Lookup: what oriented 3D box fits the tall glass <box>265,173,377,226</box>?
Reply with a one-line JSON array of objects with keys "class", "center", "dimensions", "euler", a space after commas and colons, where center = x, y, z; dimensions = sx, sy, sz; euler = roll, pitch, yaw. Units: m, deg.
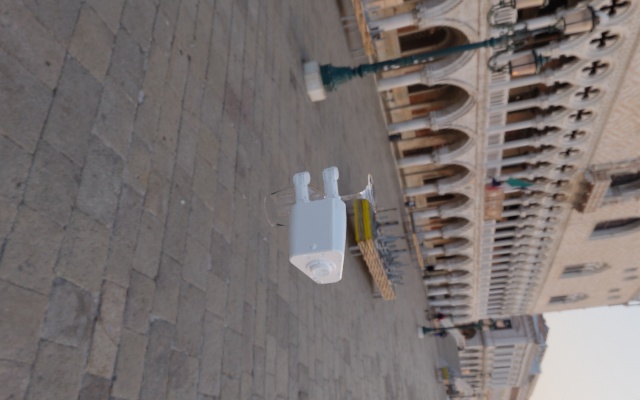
[{"class": "tall glass", "center": [0.001, 0.003, 0.890], "dimensions": [0.201, 0.079, 0.079], "euler": [-9, -2, 13]}]
